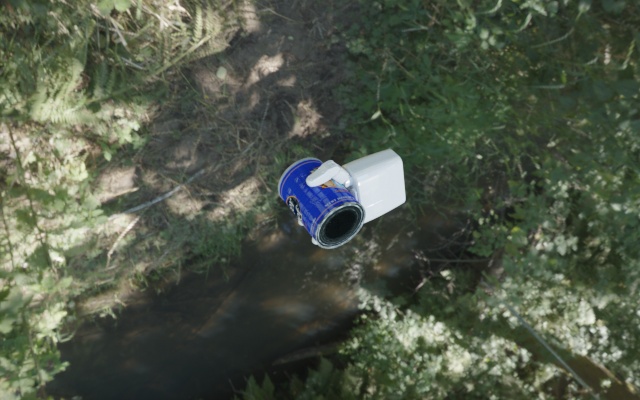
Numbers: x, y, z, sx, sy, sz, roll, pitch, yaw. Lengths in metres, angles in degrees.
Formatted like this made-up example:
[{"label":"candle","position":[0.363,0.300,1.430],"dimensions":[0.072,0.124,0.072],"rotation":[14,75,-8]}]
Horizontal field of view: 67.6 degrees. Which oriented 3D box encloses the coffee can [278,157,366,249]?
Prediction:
[{"label":"coffee can","position":[0.000,0.003,0.860],"dimensions":[0.103,0.103,0.140],"rotation":[0,37,-40]}]
